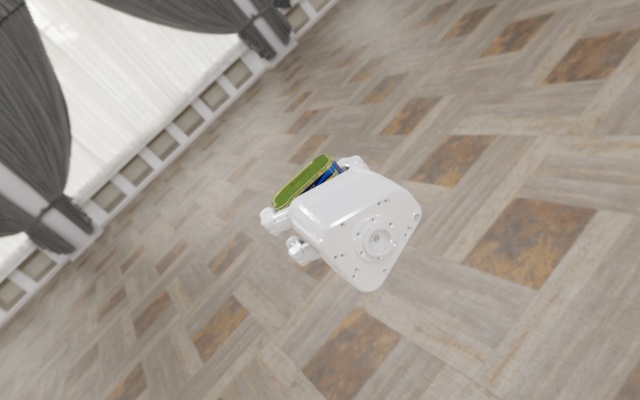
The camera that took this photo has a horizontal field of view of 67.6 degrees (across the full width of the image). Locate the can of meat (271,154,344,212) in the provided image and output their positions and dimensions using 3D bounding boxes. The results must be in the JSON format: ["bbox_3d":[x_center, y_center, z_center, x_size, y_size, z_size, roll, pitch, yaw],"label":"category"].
[{"bbox_3d":[0.000,0.002,0.615,0.084,0.102,0.057,48,-2,-24],"label":"can of meat"}]
